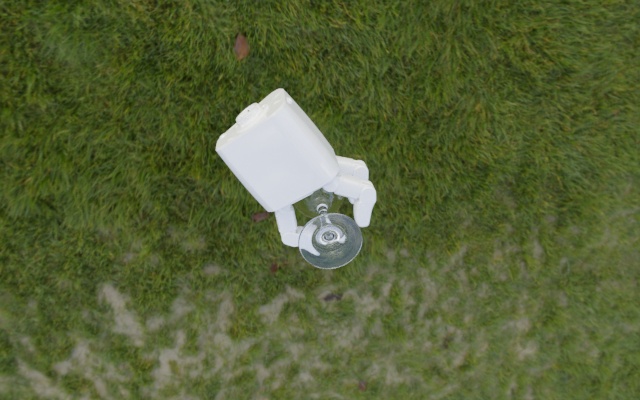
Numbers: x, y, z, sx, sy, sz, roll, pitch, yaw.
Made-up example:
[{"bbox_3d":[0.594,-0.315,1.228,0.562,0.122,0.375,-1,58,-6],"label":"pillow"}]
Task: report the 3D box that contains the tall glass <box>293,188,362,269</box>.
[{"bbox_3d":[0.000,0.003,0.633,0.079,0.079,0.201,0,27,-7],"label":"tall glass"}]
